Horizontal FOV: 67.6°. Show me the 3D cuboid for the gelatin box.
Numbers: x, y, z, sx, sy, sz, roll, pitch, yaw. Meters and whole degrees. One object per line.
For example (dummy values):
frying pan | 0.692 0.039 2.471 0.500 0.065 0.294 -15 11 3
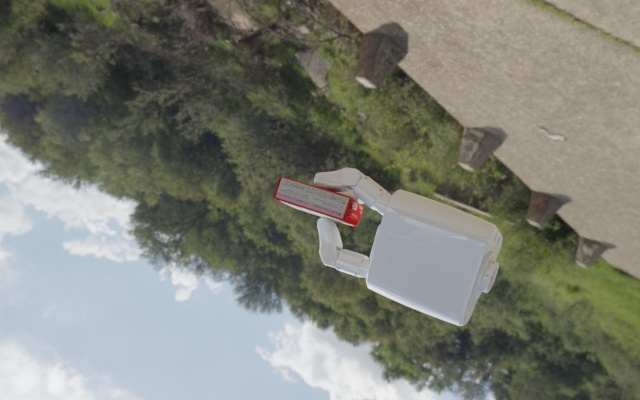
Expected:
gelatin box | 0.000 0.002 0.551 0.089 0.030 0.073 17 -4 16
